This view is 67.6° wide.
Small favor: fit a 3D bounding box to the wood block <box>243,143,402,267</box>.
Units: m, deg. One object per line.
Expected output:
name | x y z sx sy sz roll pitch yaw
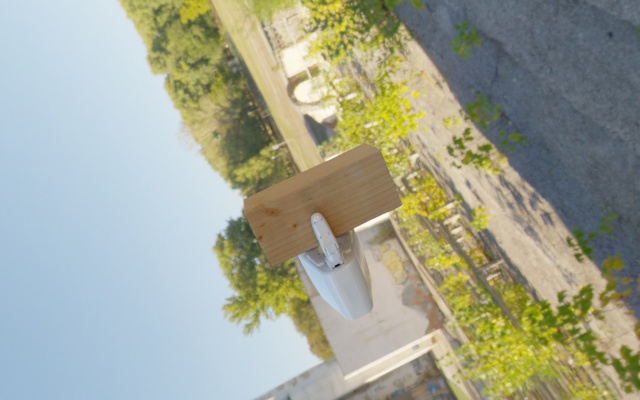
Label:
wood block | 0.000 0.003 0.700 0.206 0.090 0.090 -26 18 -3
